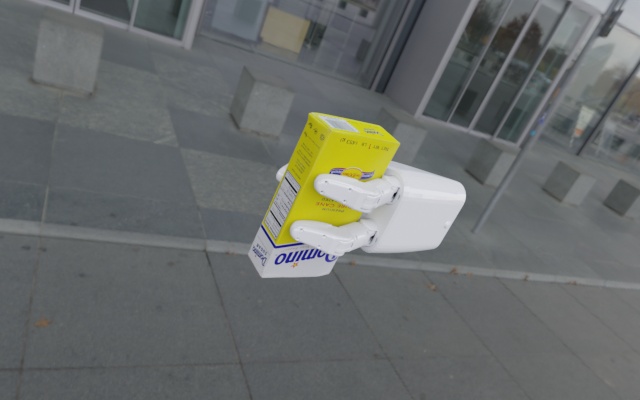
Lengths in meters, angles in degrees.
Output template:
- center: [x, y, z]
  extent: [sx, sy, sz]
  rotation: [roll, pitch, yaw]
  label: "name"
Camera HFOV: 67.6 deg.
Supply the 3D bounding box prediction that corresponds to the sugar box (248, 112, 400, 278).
- center: [0.000, 0.002, 0.491]
  extent: [0.093, 0.176, 0.048]
  rotation: [4, 30, -37]
  label: "sugar box"
